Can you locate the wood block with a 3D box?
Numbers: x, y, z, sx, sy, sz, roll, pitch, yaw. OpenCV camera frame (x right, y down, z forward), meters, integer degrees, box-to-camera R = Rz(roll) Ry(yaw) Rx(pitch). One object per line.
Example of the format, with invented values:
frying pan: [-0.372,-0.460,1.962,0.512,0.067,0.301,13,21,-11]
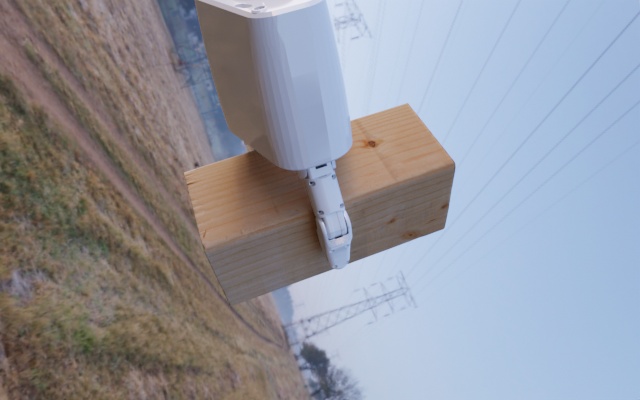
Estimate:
wood block: [0.000,0.001,0.420,0.206,0.090,0.090,-19,-39,-9]
